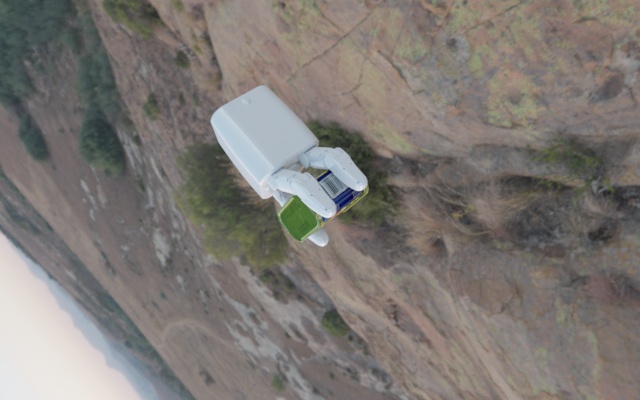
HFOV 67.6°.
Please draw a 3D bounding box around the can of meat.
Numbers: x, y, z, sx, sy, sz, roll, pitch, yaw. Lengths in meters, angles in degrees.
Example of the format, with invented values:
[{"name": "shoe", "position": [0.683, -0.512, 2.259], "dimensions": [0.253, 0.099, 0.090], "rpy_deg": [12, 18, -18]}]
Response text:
[{"name": "can of meat", "position": [0.000, 0.002, 0.606], "dimensions": [0.084, 0.057, 0.102], "rpy_deg": [-36, -4, -29]}]
